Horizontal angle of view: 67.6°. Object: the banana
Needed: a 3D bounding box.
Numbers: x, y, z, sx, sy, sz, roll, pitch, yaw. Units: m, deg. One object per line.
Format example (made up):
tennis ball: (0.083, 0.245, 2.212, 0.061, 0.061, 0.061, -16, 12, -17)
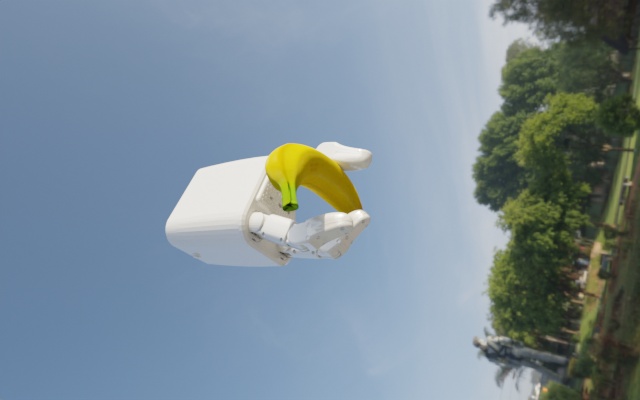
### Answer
banana: (-0.005, -0.017, 0.453, 0.037, 0.069, 0.198, -16, -9, 20)
